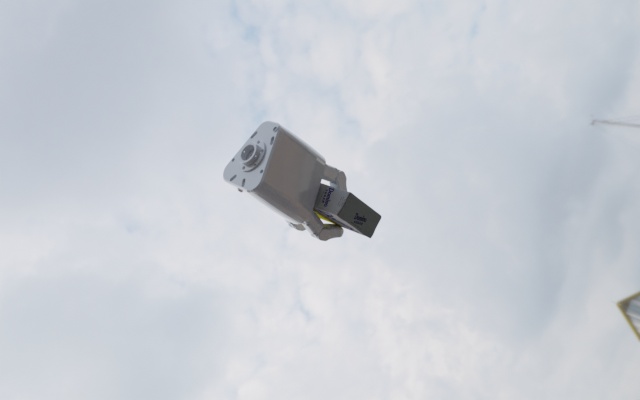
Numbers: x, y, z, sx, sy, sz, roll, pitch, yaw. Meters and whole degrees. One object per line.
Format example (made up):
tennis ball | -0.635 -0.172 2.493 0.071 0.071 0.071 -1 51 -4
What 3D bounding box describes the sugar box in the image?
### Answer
sugar box | 0.000 0.003 0.751 0.176 0.048 0.093 23 -8 45
